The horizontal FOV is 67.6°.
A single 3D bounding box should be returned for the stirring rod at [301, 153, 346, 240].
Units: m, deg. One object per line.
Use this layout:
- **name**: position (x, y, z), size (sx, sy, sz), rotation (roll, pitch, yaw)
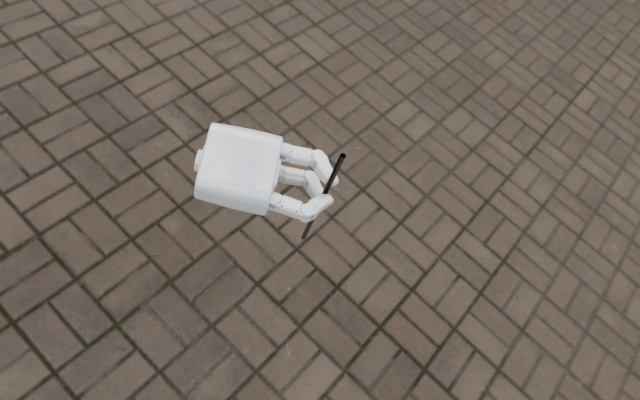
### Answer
- **stirring rod**: position (0.000, 0.002, 0.729), size (0.011, 0.011, 0.240), rotation (0, -31, -17)
